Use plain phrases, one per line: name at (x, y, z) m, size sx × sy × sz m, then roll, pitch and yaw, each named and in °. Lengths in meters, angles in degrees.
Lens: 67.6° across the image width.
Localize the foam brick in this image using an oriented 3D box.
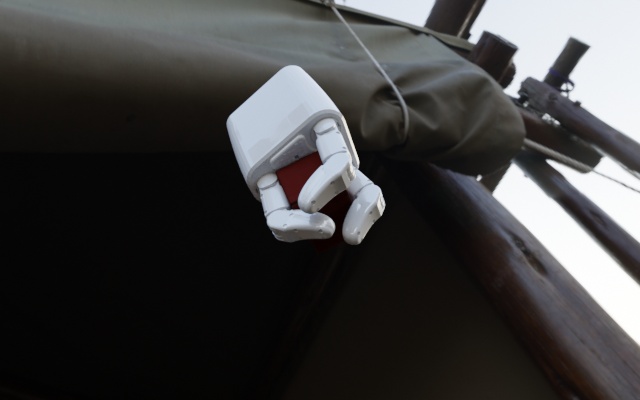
foam brick at (0.000, 0.002, 0.458) m, size 0.053 × 0.051 × 0.078 m, roll -27°, pitch -44°, yaw -2°
